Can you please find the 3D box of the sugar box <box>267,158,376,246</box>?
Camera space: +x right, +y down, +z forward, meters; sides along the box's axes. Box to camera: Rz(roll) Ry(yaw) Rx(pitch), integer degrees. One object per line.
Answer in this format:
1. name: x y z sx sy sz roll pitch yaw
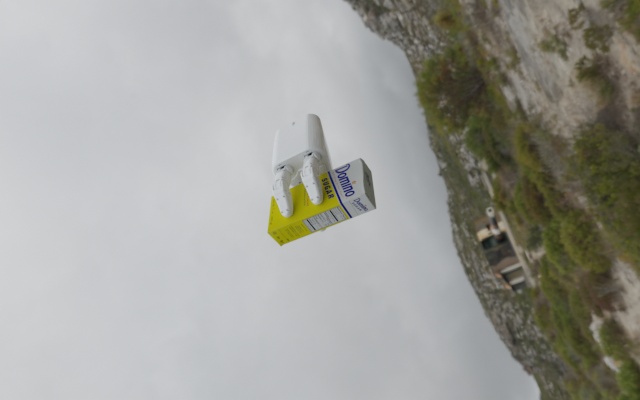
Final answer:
1. sugar box: 0.000 0.002 0.776 0.176 0.093 0.048 -25 -52 20
